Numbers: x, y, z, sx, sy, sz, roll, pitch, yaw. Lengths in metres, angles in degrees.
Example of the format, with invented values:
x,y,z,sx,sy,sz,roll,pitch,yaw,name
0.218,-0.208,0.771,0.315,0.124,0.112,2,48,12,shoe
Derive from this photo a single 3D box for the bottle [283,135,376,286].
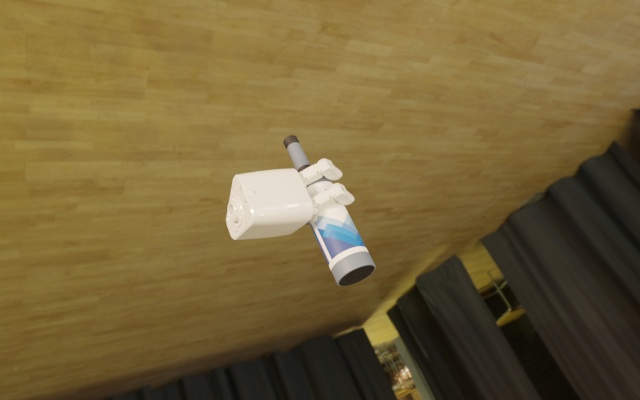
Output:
x,y,z,sx,sy,sz,roll,pitch,yaw,name
0.000,0.003,0.820,0.069,0.295,0.069,-20,-29,-12,bottle
